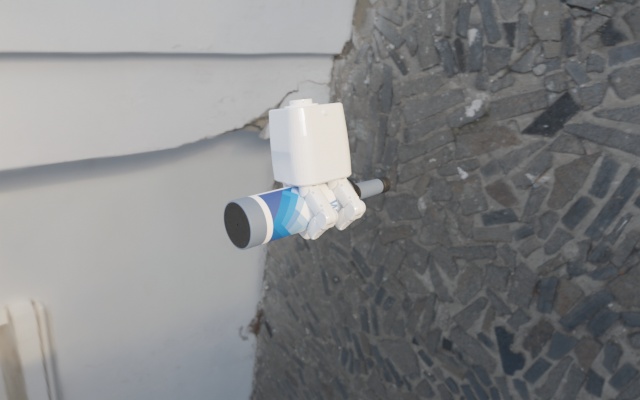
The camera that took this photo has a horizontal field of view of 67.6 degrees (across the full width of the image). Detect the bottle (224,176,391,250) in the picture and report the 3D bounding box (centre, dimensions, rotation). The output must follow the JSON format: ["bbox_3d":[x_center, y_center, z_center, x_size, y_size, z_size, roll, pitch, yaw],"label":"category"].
[{"bbox_3d":[0.000,0.002,0.712,0.295,0.069,0.069,-15,10,-40],"label":"bottle"}]
